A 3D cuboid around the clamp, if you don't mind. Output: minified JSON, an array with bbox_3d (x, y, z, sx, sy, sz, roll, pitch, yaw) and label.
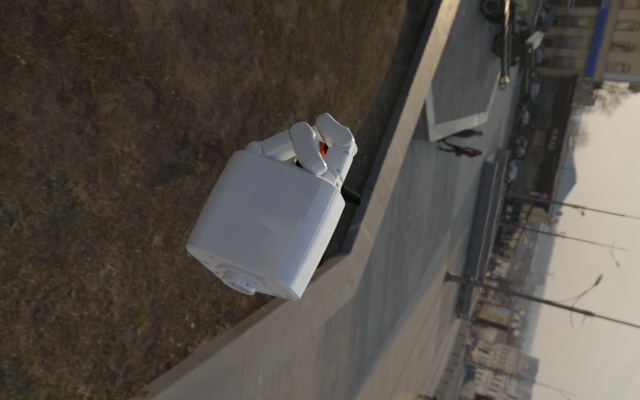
[{"bbox_3d":[0.001,0.002,0.547,0.039,0.120,0.172,13,-26,26],"label":"clamp"}]
